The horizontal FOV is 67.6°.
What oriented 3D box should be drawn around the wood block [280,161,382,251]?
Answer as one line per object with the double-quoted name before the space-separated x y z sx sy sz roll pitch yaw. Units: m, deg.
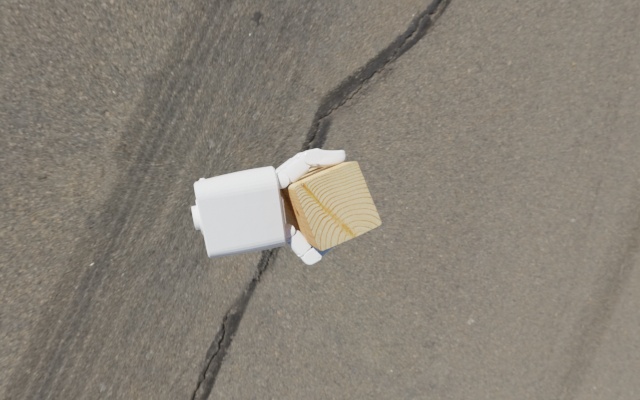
"wood block" 0.000 0.003 0.693 0.090 0.091 0.206 -23 8 -11
